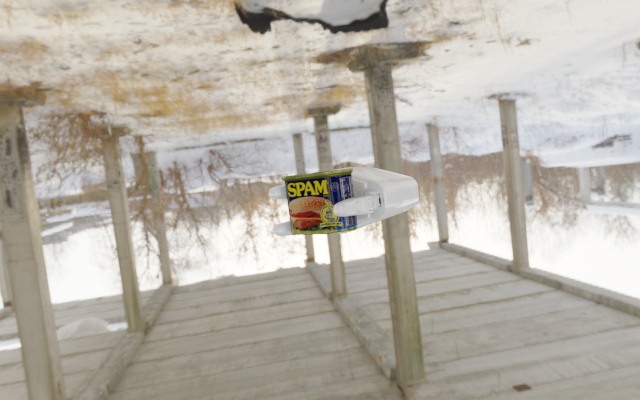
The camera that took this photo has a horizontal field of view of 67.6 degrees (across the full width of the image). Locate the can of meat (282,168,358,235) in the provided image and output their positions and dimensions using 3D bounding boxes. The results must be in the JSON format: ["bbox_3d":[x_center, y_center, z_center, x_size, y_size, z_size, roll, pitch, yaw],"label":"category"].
[{"bbox_3d":[0.000,0.003,0.666,0.102,0.084,0.057,-4,6,36],"label":"can of meat"}]
